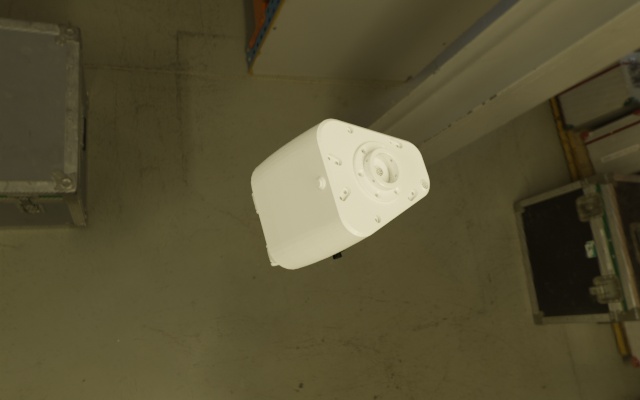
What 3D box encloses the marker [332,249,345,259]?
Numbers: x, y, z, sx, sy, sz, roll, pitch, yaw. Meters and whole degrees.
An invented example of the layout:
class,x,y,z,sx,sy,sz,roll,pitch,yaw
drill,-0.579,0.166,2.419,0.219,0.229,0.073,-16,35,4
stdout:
class,x,y,z,sx,sy,sz,roll,pitch,yaw
marker,0.000,0.002,0.493,0.020,0.121,0.020,-17,-9,-3
